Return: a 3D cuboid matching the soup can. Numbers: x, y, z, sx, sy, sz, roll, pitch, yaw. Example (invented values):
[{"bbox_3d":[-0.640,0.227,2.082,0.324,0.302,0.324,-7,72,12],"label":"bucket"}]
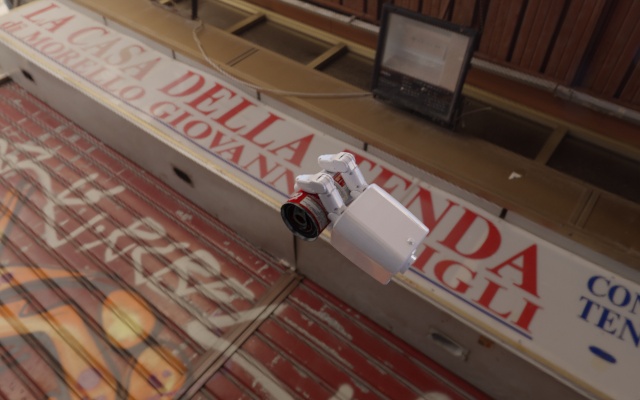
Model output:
[{"bbox_3d":[0.000,0.002,0.697,0.068,0.068,0.102,0,35,48],"label":"soup can"}]
